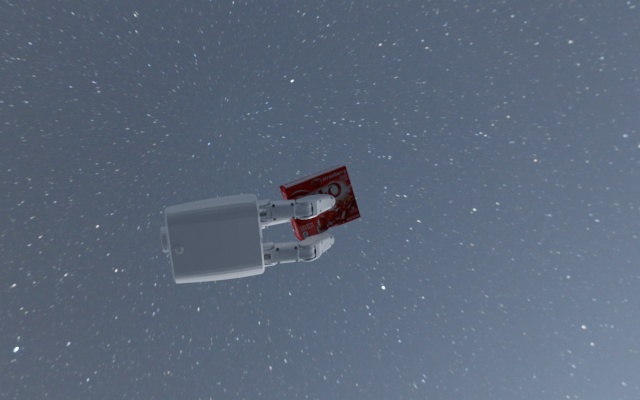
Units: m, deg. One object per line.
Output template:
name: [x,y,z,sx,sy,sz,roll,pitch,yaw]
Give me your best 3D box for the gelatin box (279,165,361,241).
gelatin box: [0.000,0.002,0.622,0.089,0.073,0.030,-21,14,-15]
